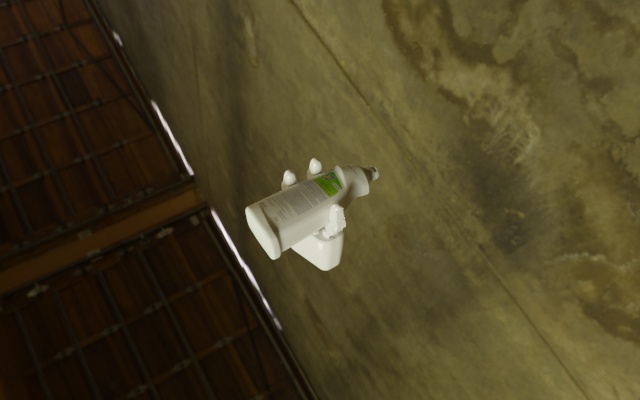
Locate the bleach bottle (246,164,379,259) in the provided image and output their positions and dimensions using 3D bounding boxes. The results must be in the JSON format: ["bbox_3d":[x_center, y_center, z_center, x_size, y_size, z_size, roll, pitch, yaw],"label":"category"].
[{"bbox_3d":[0.000,0.003,0.846,0.251,0.068,0.102,-26,55,-20],"label":"bleach bottle"}]
